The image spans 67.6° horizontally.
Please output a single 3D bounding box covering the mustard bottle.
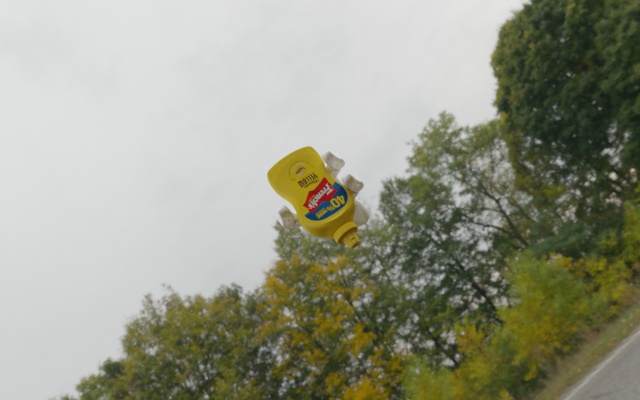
[{"bbox_3d":[0.000,0.002,0.783,0.096,0.191,0.058,-33,-24,-14],"label":"mustard bottle"}]
